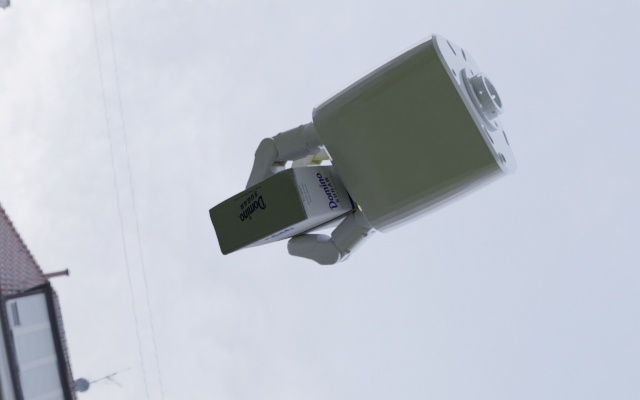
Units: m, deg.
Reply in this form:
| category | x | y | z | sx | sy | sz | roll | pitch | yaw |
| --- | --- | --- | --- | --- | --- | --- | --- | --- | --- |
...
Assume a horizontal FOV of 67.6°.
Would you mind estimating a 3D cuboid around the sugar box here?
| category | x | y | z | sx | sy | sz | roll | pitch | yaw |
| --- | --- | --- | --- | --- | --- | --- | --- | --- | --- |
| sugar box | 0.000 | 0.001 | 0.419 | 0.093 | 0.048 | 0.176 | -24 | -11 | 33 |
